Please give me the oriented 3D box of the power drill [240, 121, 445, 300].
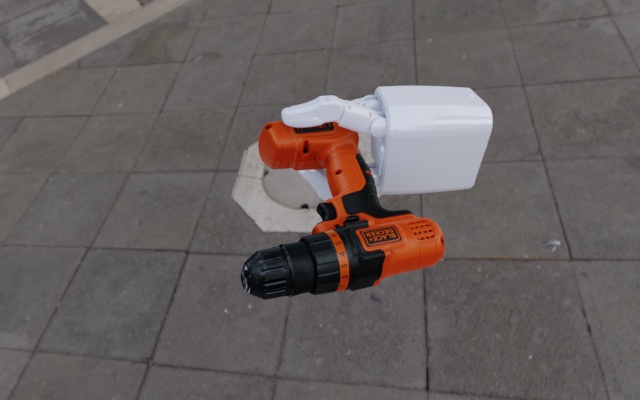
[{"bbox_3d":[0.000,0.001,0.452,0.184,0.187,0.057,-7,-39,-22],"label":"power drill"}]
